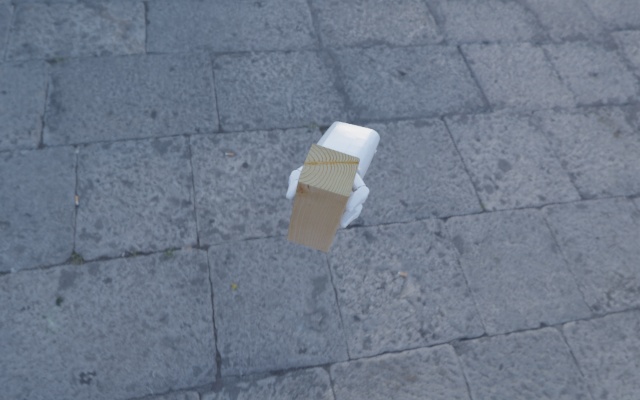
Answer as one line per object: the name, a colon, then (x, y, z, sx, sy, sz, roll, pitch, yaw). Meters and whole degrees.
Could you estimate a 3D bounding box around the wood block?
wood block: (0.000, 0.002, 0.888, 0.091, 0.090, 0.206, 18, -34, 1)
